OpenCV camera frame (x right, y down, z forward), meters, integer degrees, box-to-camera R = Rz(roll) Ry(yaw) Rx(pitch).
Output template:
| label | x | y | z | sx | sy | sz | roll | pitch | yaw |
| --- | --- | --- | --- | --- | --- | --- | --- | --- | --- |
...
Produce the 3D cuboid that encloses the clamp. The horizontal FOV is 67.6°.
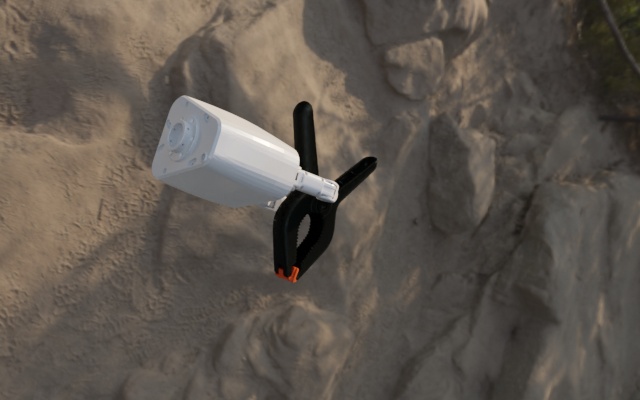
| label | x | y | z | sx | sy | sz | roll | pitch | yaw |
| --- | --- | --- | --- | --- | --- | --- | --- | --- | --- |
| clamp | 0.000 | 0.003 | 0.606 | 0.036 | 0.210 | 0.164 | 11 | -7 | 45 |
